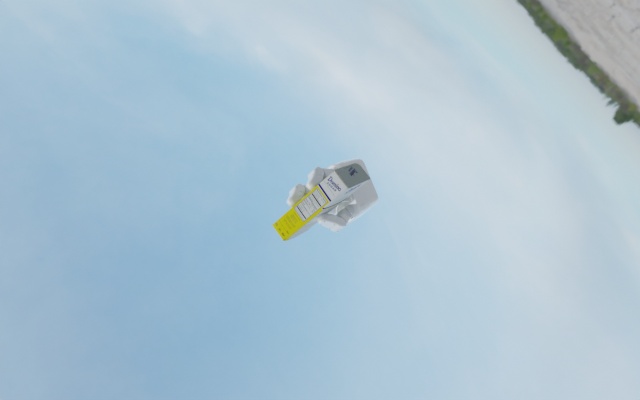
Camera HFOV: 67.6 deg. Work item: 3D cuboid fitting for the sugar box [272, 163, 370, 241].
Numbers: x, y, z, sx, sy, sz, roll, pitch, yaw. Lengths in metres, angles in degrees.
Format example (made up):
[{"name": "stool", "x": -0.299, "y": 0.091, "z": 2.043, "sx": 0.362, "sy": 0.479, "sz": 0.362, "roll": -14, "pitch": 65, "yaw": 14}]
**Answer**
[{"name": "sugar box", "x": 0.000, "y": 0.002, "z": 0.864, "sx": 0.176, "sy": 0.048, "sz": 0.093, "roll": -43, "pitch": -10, "yaw": 31}]
